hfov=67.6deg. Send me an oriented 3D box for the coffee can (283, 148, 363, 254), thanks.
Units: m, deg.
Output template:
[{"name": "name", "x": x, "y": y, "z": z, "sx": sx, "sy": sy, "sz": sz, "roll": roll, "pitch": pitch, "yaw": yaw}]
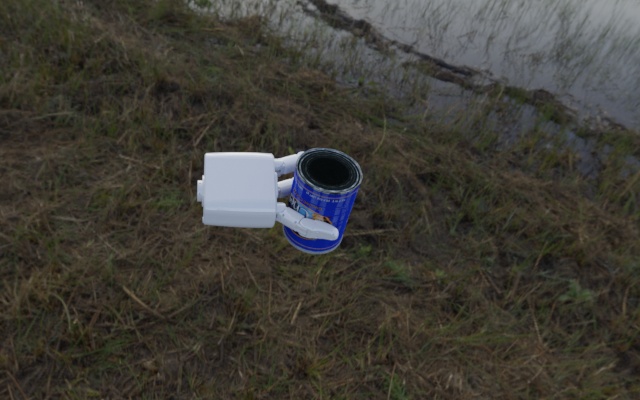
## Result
[{"name": "coffee can", "x": 0.000, "y": 0.003, "z": 0.760, "sx": 0.103, "sy": 0.140, "sz": 0.102, "roll": 8, "pitch": 44, "yaw": -8}]
